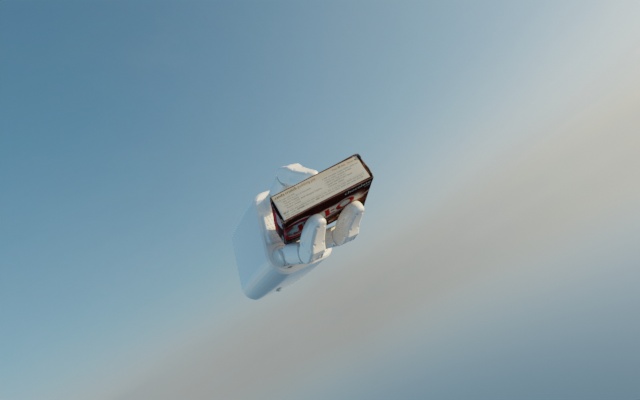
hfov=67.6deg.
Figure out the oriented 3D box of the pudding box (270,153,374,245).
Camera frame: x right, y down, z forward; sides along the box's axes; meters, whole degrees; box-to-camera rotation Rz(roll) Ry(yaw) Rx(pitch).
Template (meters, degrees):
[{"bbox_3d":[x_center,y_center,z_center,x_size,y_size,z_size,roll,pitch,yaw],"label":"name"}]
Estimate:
[{"bbox_3d":[0.000,0.002,0.544,0.113,0.039,0.090,-29,-16,-12],"label":"pudding box"}]
